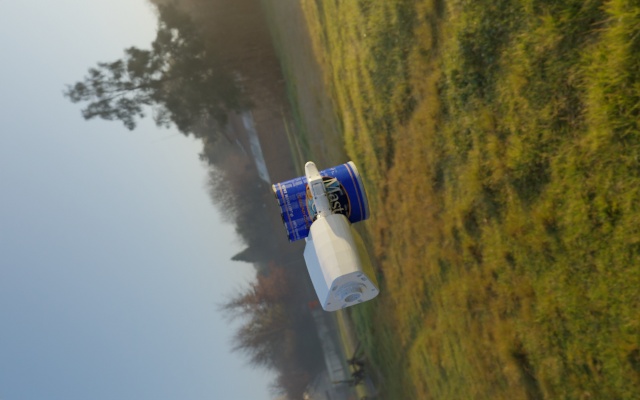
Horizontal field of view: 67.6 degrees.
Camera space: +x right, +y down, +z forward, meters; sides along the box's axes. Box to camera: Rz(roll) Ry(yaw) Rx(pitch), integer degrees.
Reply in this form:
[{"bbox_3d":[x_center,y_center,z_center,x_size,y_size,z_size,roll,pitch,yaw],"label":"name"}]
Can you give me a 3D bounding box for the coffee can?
[{"bbox_3d":[0.000,0.002,0.805,0.140,0.103,0.103,-17,1,-5],"label":"coffee can"}]
